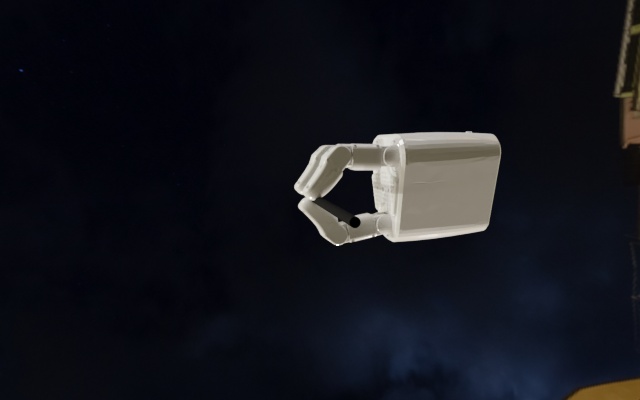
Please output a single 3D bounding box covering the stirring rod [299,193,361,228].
[{"bbox_3d":[0.000,0.001,0.443,0.011,0.011,0.239,0,6,-11],"label":"stirring rod"}]
